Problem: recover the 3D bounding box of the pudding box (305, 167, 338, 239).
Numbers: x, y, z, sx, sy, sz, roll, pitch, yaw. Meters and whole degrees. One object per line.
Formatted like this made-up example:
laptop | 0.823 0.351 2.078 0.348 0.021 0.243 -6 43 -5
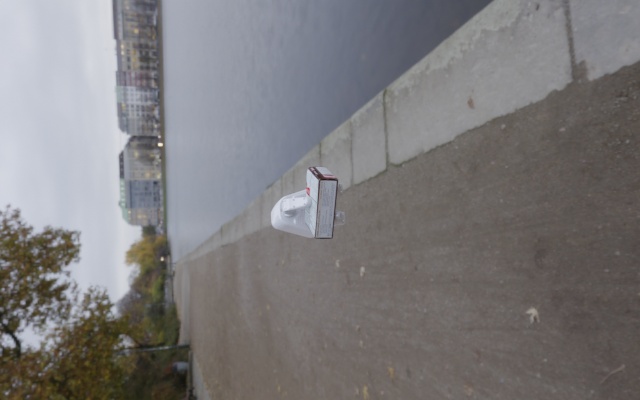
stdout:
pudding box | 0.000 0.003 0.867 0.039 0.113 0.090 -2 18 -15
